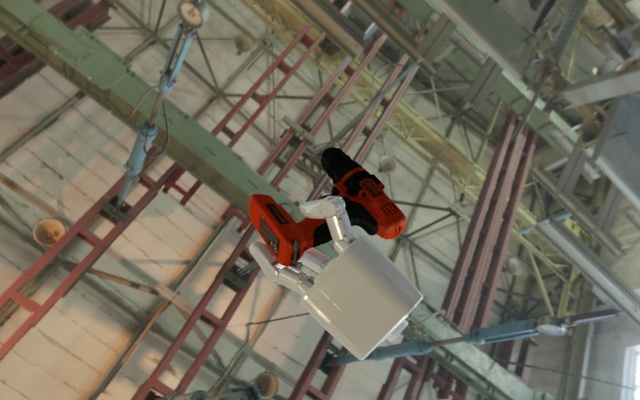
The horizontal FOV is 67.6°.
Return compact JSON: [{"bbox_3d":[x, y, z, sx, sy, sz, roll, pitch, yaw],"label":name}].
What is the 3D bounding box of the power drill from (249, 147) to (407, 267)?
[{"bbox_3d":[0.000,0.003,0.665,0.187,0.057,0.184,-20,49,-25],"label":"power drill"}]
